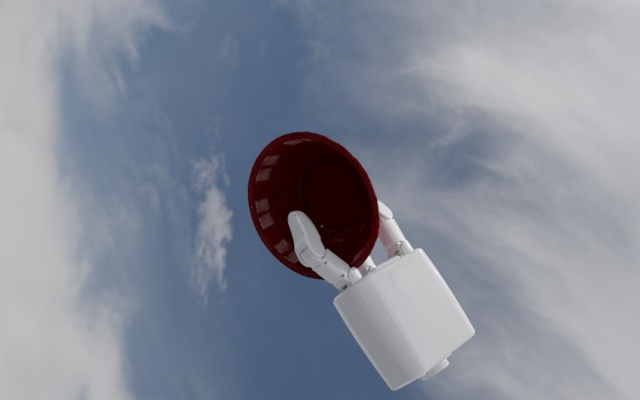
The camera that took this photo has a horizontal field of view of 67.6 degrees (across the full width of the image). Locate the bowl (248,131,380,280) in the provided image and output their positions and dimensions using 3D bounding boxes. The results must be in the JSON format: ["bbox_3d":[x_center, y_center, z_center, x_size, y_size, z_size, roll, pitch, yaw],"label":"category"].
[{"bbox_3d":[0.000,0.000,0.521,0.162,0.162,0.055,0,16,32],"label":"bowl"}]
